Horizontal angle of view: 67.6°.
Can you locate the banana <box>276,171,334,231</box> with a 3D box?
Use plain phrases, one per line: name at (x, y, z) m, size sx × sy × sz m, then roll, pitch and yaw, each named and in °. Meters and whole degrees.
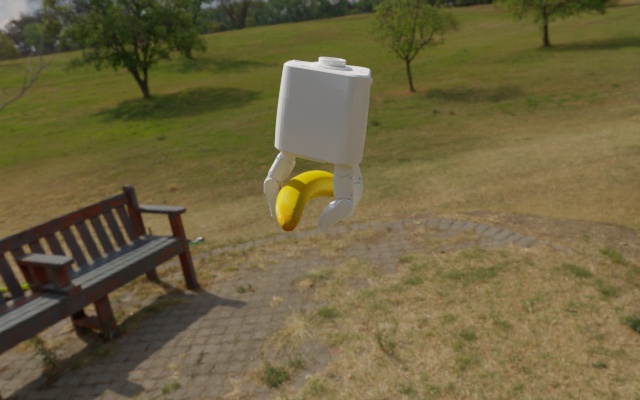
banana at (-0.013, -0.008, 0.641) m, size 0.069 × 0.037 × 0.197 m, roll 33°, pitch 26°, yaw 19°
